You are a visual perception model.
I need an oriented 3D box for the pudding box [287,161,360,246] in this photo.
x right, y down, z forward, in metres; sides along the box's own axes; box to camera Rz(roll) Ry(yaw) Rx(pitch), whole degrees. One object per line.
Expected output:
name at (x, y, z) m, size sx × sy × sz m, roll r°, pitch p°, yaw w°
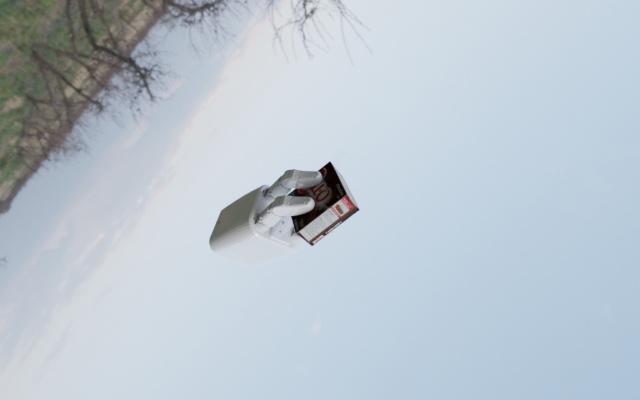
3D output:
pudding box at (0.000, 0.002, 0.693) m, size 0.039 × 0.090 × 0.113 m, roll 45°, pitch 11°, yaw -31°
